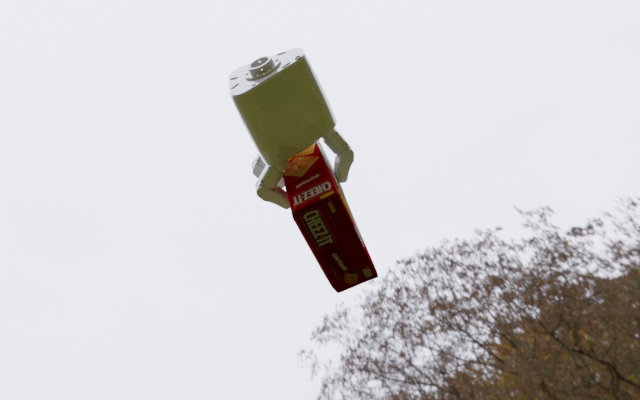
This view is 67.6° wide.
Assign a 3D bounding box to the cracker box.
[{"bbox_3d":[0.000,0.002,0.696,0.072,0.164,0.213,-25,36,4],"label":"cracker box"}]
